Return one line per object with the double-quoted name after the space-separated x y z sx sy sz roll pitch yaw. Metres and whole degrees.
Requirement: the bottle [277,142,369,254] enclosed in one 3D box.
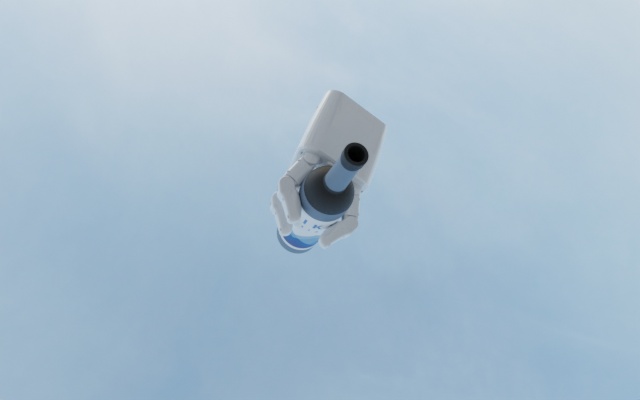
0.000 0.002 0.627 0.069 0.069 0.296 0 -20 -16 "bottle"
